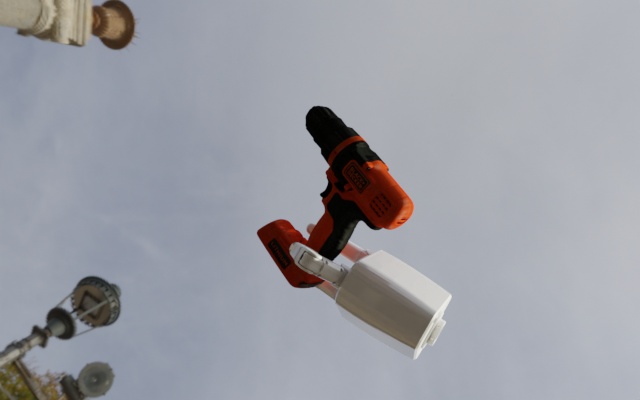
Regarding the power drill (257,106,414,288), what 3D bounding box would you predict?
[{"bbox_3d":[0.000,0.002,0.587,0.057,0.184,0.188,0,-43,-51],"label":"power drill"}]
